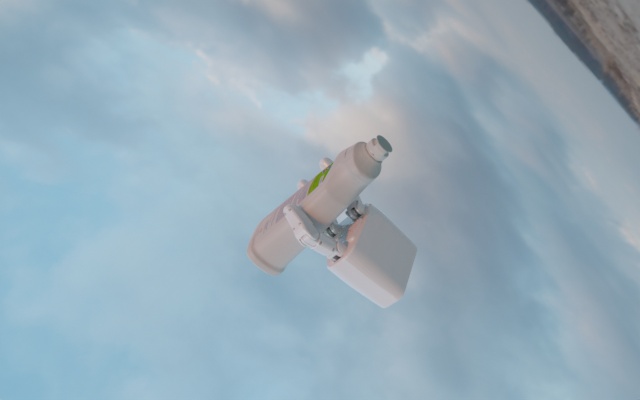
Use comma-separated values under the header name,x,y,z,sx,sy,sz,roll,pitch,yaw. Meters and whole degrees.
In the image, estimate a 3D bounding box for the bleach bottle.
name,x,y,z,sx,sy,sz,roll,pitch,yaw
bleach bottle,0.000,0.002,0.667,0.251,0.068,0.102,-41,19,32
